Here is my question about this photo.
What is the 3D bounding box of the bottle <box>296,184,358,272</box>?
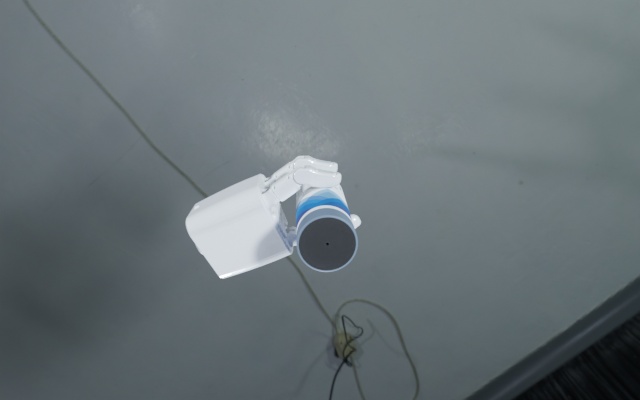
[{"bbox_3d":[0.000,0.002,0.652,0.069,0.069,0.295,0,18,-3],"label":"bottle"}]
